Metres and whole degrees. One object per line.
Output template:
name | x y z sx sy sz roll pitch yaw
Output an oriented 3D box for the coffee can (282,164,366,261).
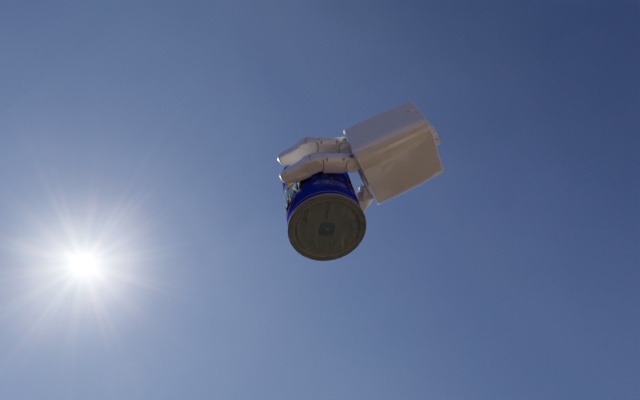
coffee can | 0.000 0.002 0.672 0.103 0.103 0.140 0 31 -9
